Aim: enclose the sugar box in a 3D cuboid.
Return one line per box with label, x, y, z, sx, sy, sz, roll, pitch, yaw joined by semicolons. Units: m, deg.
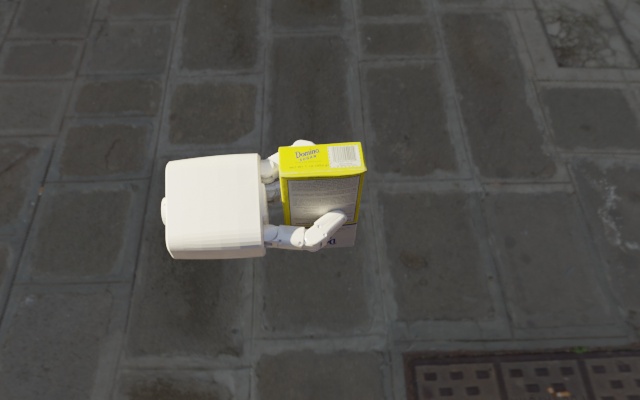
sugar box;0.000;0.001;0.579;0.093;0.048;0.176;-3;-30;-4
